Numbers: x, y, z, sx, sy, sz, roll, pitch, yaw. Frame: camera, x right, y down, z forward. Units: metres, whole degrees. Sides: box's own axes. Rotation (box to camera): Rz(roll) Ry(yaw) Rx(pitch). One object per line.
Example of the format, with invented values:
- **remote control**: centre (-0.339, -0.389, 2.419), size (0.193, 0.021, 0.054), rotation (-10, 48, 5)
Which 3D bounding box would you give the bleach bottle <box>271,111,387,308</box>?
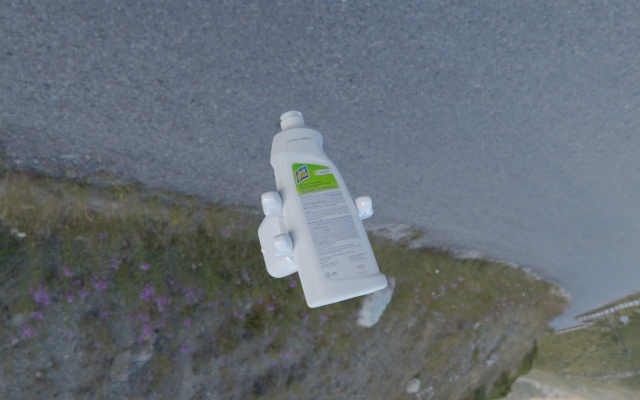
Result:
- **bleach bottle**: centre (0.000, 0.002, 0.613), size (0.102, 0.250, 0.068), rotation (-9, -16, -25)
